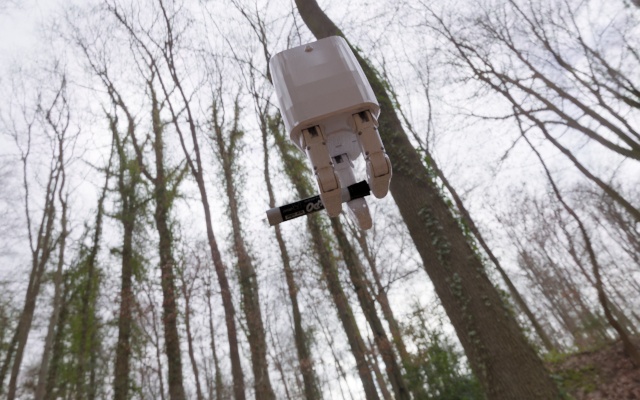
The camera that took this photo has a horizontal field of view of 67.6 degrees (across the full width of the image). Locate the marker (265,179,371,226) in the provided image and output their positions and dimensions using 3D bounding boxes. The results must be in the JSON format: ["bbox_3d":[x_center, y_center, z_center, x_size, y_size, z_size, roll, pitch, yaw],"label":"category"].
[{"bbox_3d":[0.000,0.002,0.523,0.121,0.020,0.020,-17,1,-4],"label":"marker"}]
